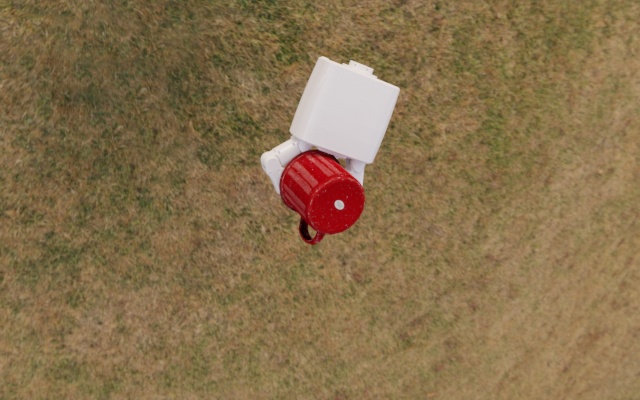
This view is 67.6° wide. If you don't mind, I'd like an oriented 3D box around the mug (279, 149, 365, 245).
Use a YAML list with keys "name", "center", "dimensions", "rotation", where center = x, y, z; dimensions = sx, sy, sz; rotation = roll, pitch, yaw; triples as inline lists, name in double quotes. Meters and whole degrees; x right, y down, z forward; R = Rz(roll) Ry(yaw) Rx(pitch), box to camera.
- name: "mug"
  center: [0.000, 0.003, 0.613]
  dimensions: [0.093, 0.117, 0.081]
  rotation: [12, 18, -31]
